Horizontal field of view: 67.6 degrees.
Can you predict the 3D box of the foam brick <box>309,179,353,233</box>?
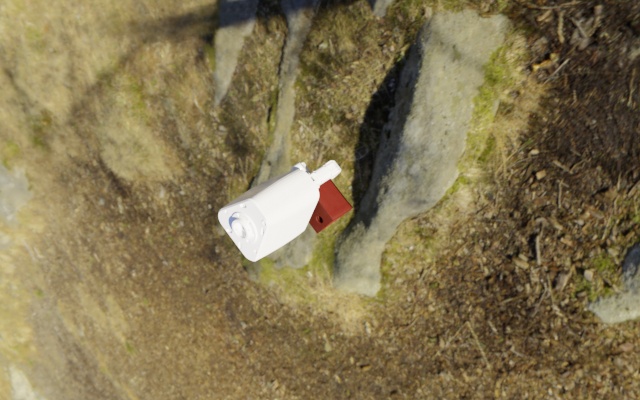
[{"bbox_3d":[0.000,0.003,0.757,0.051,0.078,0.053,-34,-6,-42],"label":"foam brick"}]
